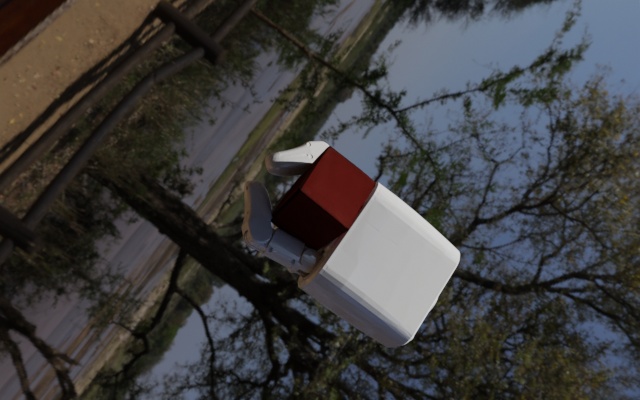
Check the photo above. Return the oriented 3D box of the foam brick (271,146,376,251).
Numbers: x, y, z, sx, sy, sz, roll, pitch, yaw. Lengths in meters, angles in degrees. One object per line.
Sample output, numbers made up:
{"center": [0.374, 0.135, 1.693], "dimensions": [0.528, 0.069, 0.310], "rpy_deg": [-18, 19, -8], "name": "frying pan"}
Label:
{"center": [0.000, 0.001, 0.403], "dimensions": [0.051, 0.053, 0.078], "rpy_deg": [38, -30, -6], "name": "foam brick"}
